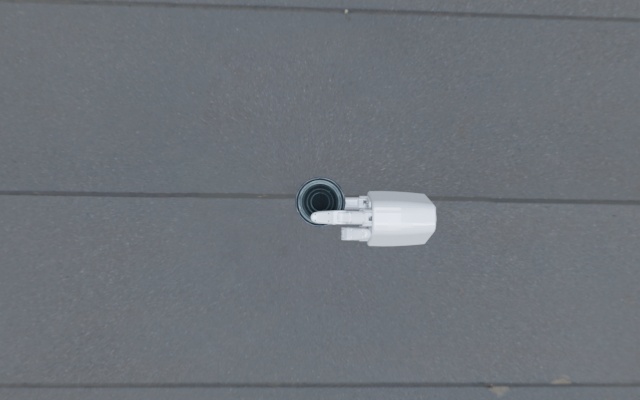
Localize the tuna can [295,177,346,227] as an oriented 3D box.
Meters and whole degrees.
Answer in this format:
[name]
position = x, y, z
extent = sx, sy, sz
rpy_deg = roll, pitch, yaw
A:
[tuna can]
position = 0.000, 0.003, 0.815
extent = 0.086, 0.086, 0.034
rpy_deg = 0, 0, 3
